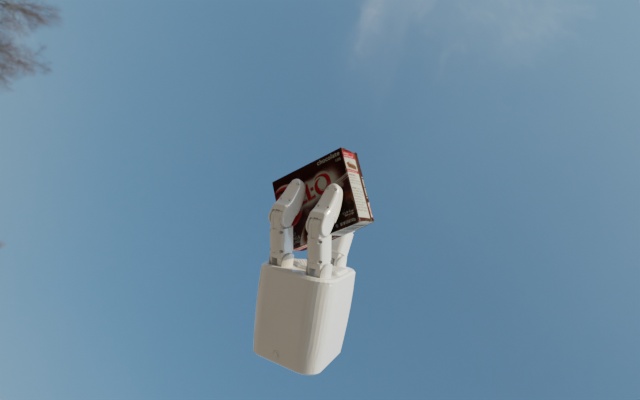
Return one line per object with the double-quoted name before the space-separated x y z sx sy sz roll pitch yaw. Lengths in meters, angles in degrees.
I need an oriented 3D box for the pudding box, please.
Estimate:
"pudding box" 0.000 0.002 0.561 0.113 0.090 0.039 -24 -19 31
